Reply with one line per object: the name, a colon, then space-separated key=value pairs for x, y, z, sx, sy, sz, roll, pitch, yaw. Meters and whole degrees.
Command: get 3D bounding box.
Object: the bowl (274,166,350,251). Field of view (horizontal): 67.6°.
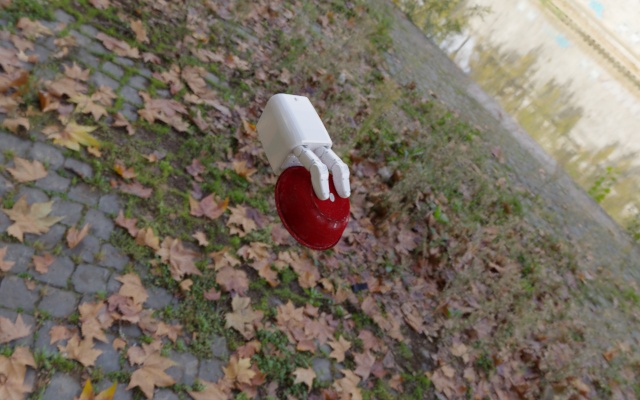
bowl: x=0.001 y=0.004 z=0.826 sx=0.162 sy=0.162 sz=0.055 roll=0 pitch=-21 yaw=-46
